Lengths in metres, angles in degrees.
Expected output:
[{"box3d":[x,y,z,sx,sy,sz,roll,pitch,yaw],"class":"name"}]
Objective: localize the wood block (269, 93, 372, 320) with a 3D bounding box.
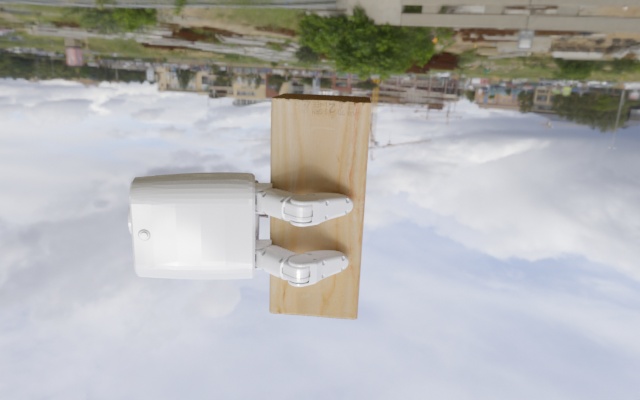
[{"box3d":[0.000,0.002,0.477,0.090,0.206,0.090,3,16,3],"class":"wood block"}]
